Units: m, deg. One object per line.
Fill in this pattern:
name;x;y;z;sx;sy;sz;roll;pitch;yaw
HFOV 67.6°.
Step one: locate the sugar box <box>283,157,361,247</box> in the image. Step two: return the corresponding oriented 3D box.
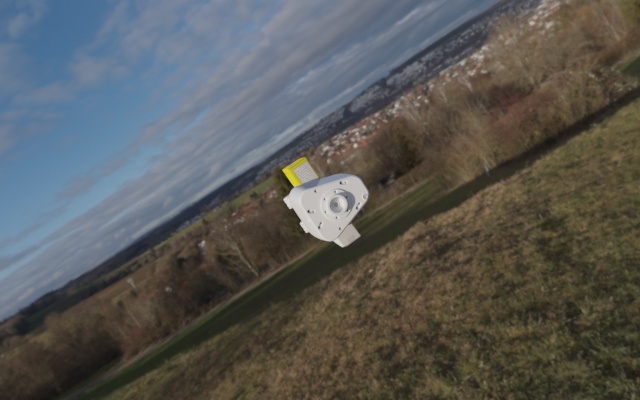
sugar box;0.000;0.003;0.889;0.048;0.176;0.093;-34;8;-7
